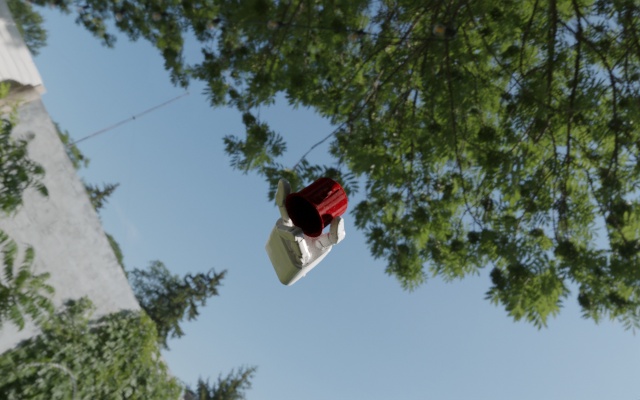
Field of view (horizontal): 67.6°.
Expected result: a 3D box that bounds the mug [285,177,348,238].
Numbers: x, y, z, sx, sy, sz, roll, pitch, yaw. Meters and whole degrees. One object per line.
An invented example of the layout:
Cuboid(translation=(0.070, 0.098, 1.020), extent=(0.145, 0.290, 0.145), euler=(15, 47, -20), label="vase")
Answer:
Cuboid(translation=(0.001, 0.002, 0.875), extent=(0.081, 0.093, 0.117), euler=(-35, -11, -36), label="mug")
